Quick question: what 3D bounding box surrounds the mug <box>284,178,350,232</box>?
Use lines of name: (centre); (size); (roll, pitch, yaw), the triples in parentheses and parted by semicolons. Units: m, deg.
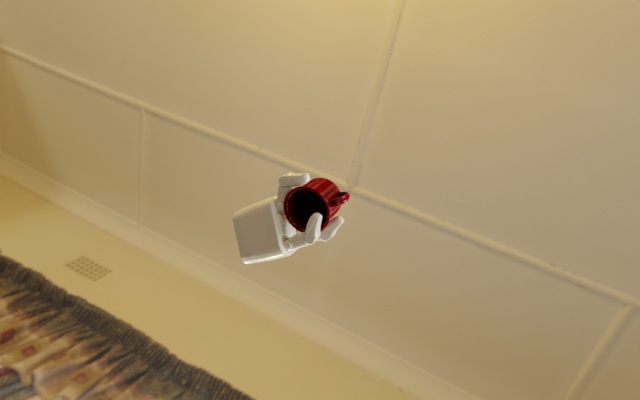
mug: (0.001, 0.002, 0.892); (0.117, 0.093, 0.081); (-15, 12, 29)
